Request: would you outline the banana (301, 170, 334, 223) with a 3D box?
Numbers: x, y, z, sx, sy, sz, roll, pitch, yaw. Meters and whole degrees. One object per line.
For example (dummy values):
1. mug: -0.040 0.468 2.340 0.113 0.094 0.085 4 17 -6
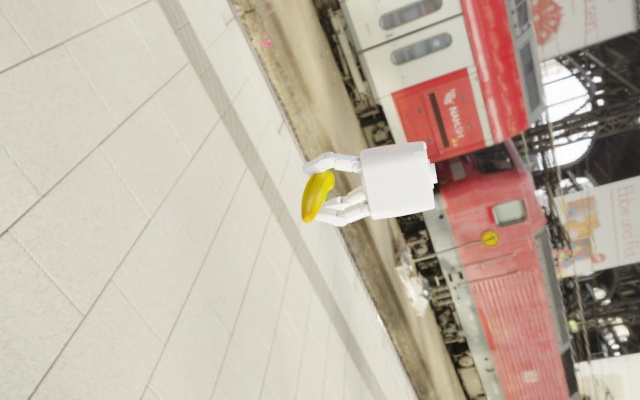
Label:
1. banana: -0.001 -0.016 0.816 0.037 0.069 0.197 -2 11 11
